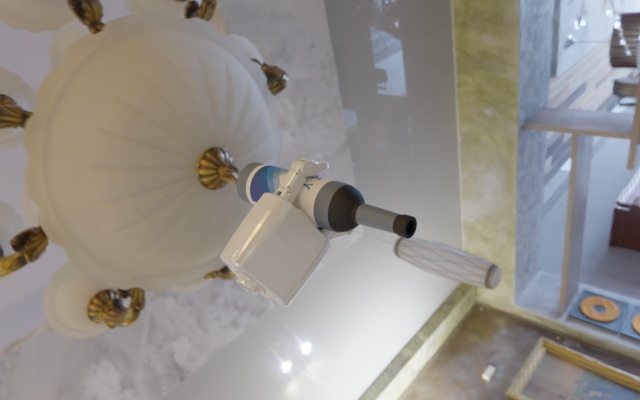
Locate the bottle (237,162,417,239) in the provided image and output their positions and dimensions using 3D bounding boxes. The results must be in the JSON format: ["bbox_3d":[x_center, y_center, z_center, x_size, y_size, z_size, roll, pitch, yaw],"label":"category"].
[{"bbox_3d":[0.000,0.002,0.659,0.295,0.069,0.069,16,10,41],"label":"bottle"}]
